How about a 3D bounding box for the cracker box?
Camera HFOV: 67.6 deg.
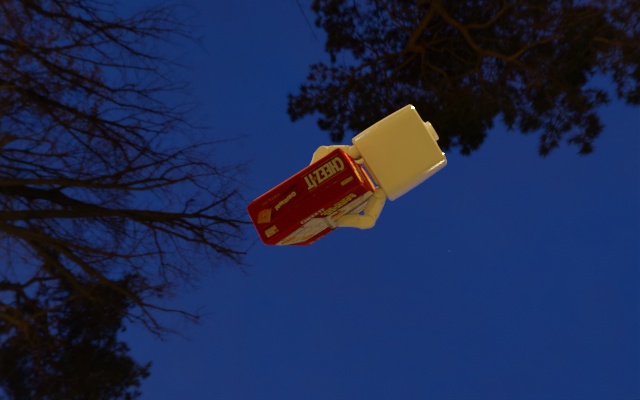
[{"bbox_3d":[0.000,0.003,0.761,0.164,0.072,0.214,-33,-13,10],"label":"cracker box"}]
